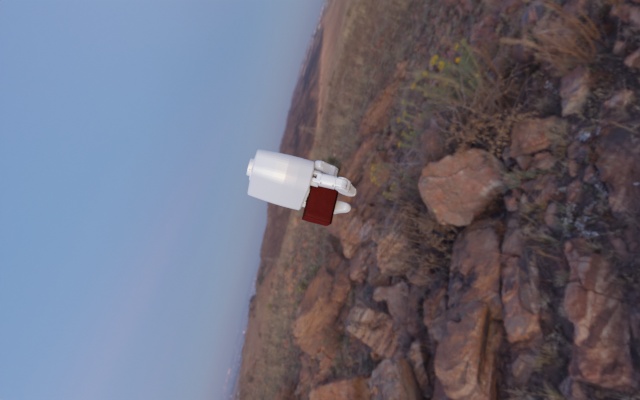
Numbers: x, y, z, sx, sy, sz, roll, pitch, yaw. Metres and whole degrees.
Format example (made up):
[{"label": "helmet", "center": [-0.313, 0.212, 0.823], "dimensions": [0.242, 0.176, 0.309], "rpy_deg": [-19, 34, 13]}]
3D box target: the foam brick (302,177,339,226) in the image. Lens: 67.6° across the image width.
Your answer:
[{"label": "foam brick", "center": [0.000, 0.003, 0.884], "dimensions": [0.051, 0.078, 0.053], "rpy_deg": [15, -13, -7]}]
